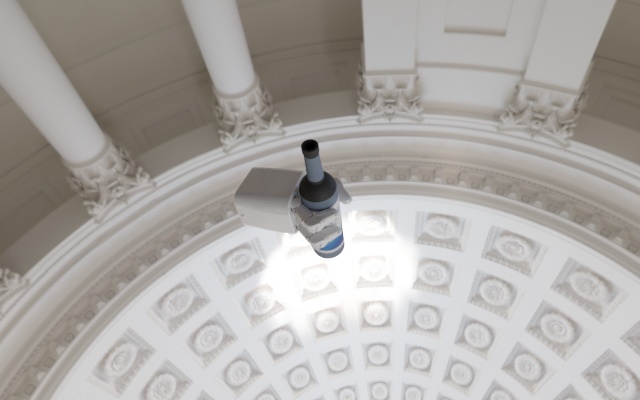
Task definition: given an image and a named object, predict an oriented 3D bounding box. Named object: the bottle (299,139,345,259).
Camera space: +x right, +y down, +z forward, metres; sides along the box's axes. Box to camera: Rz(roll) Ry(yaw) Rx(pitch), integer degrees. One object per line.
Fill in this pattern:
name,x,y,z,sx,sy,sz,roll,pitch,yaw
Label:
bottle,0.000,0.003,0.846,0.069,0.069,0.296,0,-36,8
